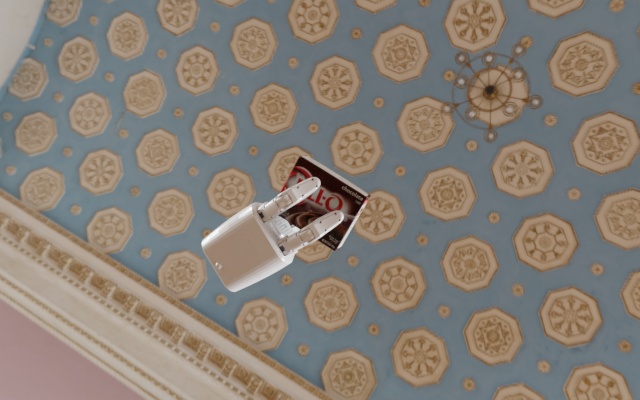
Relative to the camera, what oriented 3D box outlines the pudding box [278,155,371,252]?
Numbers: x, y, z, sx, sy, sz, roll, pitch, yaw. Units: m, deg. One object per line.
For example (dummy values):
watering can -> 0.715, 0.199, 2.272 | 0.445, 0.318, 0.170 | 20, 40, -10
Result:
pudding box -> 0.000, 0.002, 0.667 | 0.113, 0.090, 0.039 | 31, 16, 8
